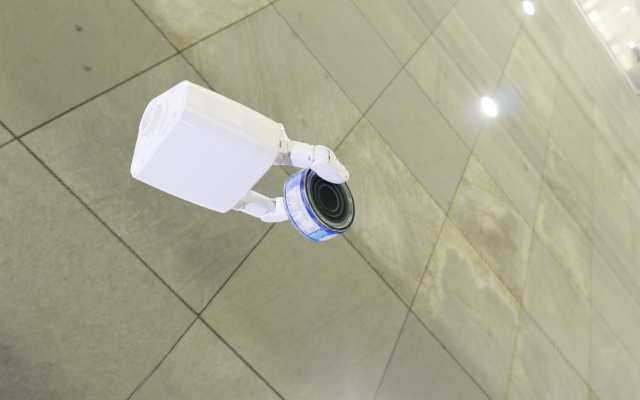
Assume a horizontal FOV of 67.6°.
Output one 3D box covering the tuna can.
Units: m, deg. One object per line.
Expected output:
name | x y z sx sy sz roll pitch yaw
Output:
tuna can | 0.001 0.002 0.538 0.034 0.086 0.086 -27 -17 38
